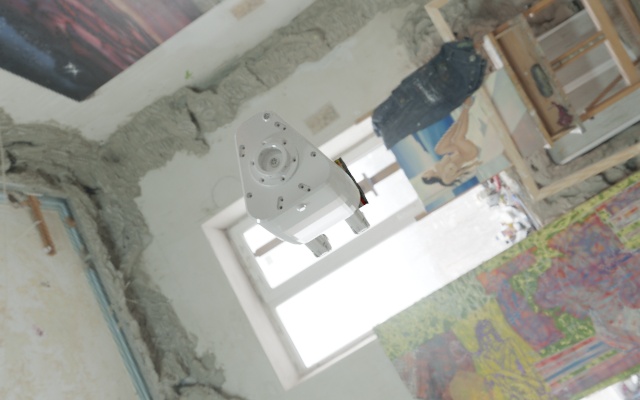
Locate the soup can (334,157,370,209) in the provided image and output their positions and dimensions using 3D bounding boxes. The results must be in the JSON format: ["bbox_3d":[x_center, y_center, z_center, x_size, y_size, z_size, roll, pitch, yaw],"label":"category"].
[{"bbox_3d":[0.000,0.002,0.591,0.102,0.068,0.068,-32,-4,6],"label":"soup can"}]
